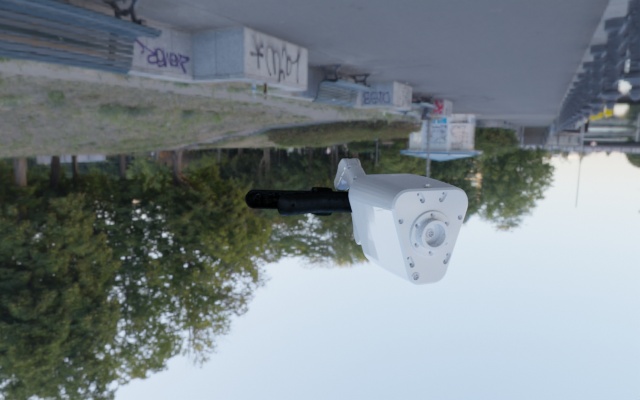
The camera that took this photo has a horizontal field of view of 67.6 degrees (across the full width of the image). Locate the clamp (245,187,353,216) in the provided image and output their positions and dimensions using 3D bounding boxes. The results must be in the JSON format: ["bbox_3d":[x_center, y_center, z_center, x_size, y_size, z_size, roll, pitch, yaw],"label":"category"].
[{"bbox_3d":[0.000,0.003,0.599,0.171,0.039,0.120,-2,10,-19],"label":"clamp"}]
